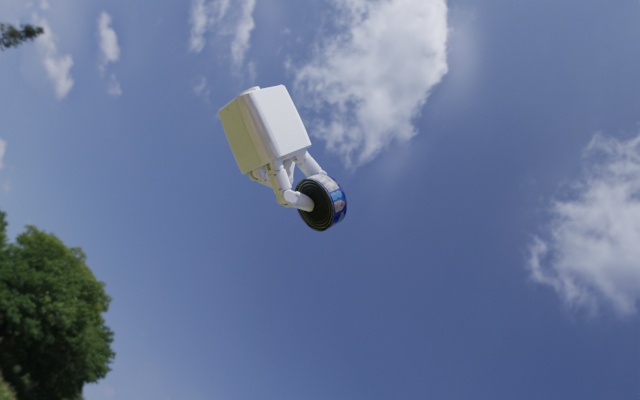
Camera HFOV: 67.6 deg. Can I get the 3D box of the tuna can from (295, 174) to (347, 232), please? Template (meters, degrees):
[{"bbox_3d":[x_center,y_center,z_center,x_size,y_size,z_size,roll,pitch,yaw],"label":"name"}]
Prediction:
[{"bbox_3d":[0.001,0.002,0.742,0.033,0.086,0.086,-24,15,-39],"label":"tuna can"}]
